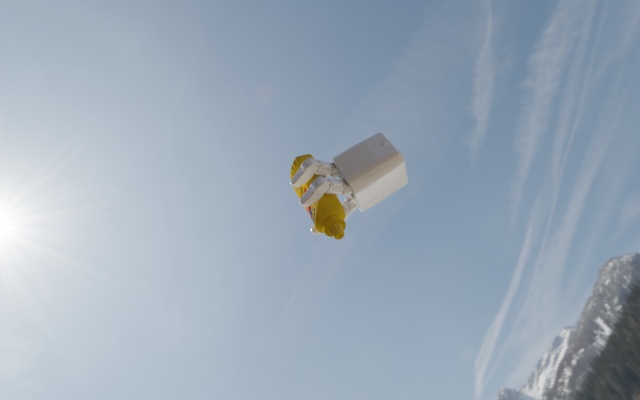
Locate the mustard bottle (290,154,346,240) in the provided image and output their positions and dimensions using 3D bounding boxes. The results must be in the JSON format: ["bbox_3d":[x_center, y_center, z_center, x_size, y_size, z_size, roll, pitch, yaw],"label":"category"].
[{"bbox_3d":[0.000,0.003,0.878,0.058,0.096,0.191,-13,42,-17],"label":"mustard bottle"}]
